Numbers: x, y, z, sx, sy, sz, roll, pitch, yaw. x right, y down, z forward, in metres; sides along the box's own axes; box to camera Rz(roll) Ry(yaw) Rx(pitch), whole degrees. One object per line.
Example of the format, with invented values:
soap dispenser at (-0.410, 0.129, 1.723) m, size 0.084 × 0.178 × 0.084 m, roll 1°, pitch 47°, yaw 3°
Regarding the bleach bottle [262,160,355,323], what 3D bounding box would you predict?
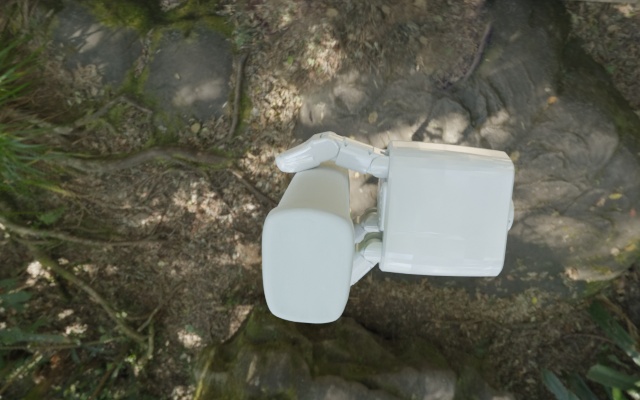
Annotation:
bleach bottle at (0.000, 0.002, 0.461) m, size 0.068 × 0.103 × 0.250 m, roll 5°, pitch 25°, yaw 3°
